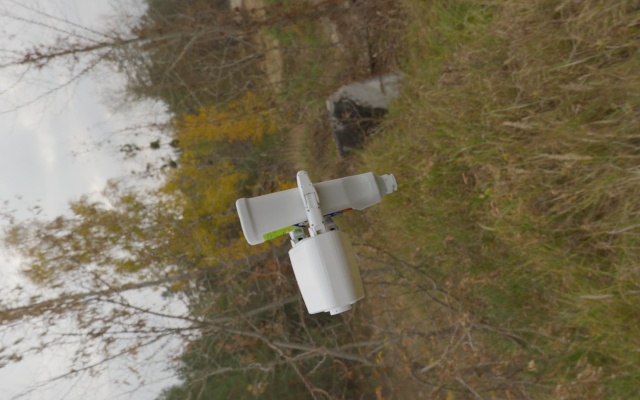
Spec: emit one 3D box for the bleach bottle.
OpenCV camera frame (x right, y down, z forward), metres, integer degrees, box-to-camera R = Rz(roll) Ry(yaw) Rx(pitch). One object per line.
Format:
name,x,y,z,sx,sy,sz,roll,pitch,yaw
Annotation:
bleach bottle,0.000,0.002,0.752,0.251,0.068,0.102,-16,-11,-6
